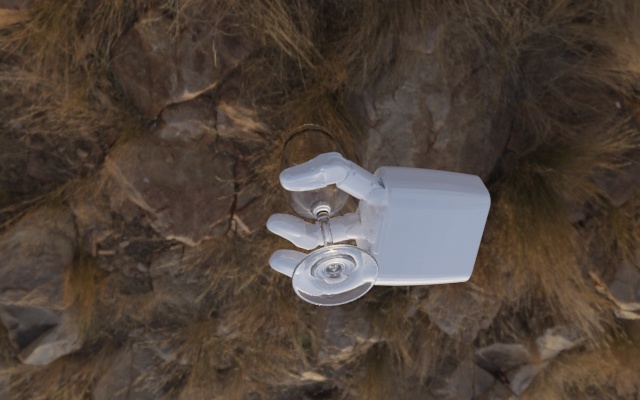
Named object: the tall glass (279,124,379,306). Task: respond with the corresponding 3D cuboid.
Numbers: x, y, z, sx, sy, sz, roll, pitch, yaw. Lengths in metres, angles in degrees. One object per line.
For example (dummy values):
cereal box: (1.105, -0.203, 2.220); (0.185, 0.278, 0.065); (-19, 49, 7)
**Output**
tall glass: (0.000, 0.002, 0.476); (0.079, 0.079, 0.200); (0, 40, -10)
